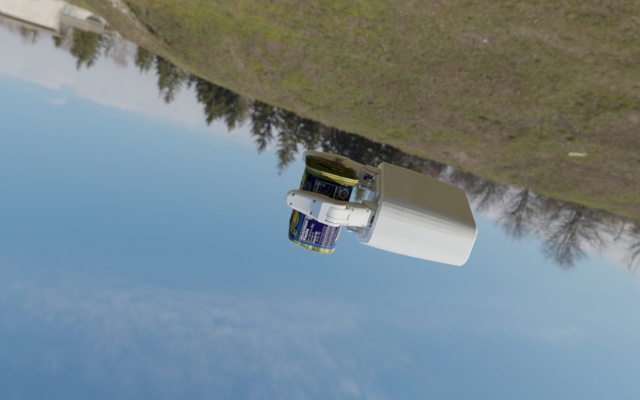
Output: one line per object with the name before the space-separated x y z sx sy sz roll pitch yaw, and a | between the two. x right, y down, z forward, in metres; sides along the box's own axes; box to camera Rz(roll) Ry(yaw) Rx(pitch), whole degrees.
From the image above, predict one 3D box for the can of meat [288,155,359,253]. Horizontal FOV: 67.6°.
can of meat | 0.000 0.002 0.529 0.057 0.084 0.102 15 12 -5
